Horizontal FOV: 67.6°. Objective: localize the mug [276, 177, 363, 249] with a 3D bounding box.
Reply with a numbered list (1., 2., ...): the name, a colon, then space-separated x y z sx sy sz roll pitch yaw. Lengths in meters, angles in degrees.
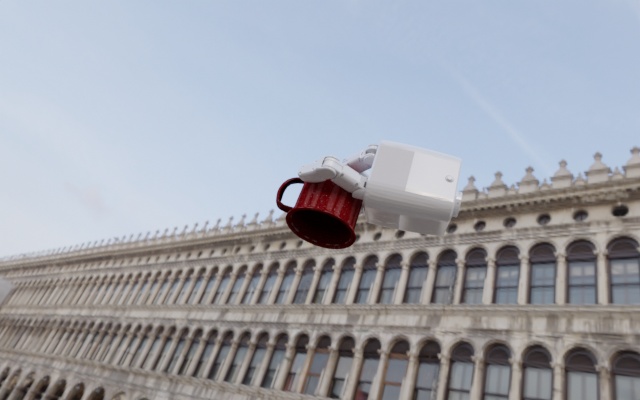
1. mug: -0.001 0.002 0.625 0.117 0.081 0.093 14 -32 10
